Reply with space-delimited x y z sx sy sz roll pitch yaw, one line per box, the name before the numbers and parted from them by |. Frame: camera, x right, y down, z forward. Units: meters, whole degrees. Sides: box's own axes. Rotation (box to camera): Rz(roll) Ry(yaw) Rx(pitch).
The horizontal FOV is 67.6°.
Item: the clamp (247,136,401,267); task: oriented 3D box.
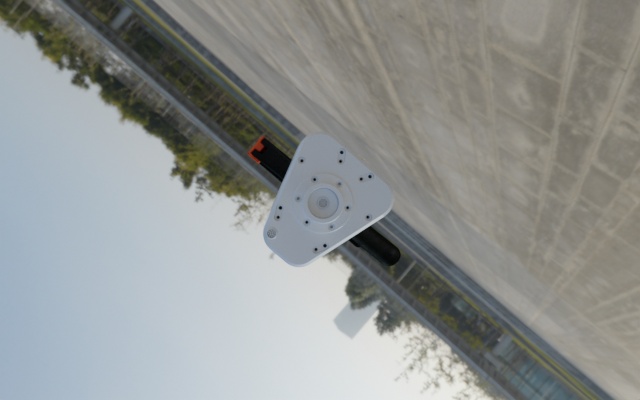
clamp | -0.001 0.002 0.593 0.210 0.036 0.164 40 -4 -1
